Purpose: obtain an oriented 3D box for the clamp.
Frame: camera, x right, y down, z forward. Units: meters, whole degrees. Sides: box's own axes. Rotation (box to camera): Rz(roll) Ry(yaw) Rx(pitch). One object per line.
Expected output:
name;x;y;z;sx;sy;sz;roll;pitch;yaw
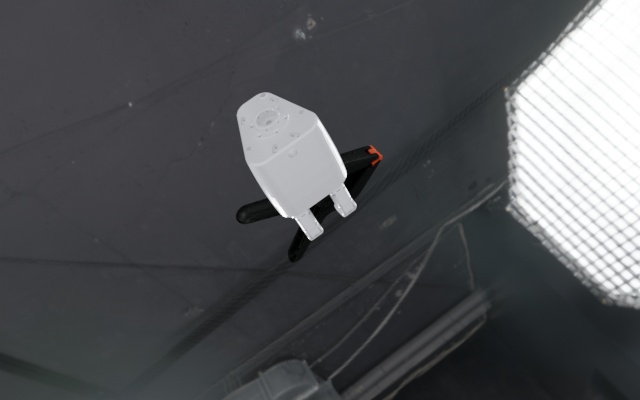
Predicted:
clamp;0.000;0.001;0.679;0.210;0.036;0.165;-35;-35;-4
